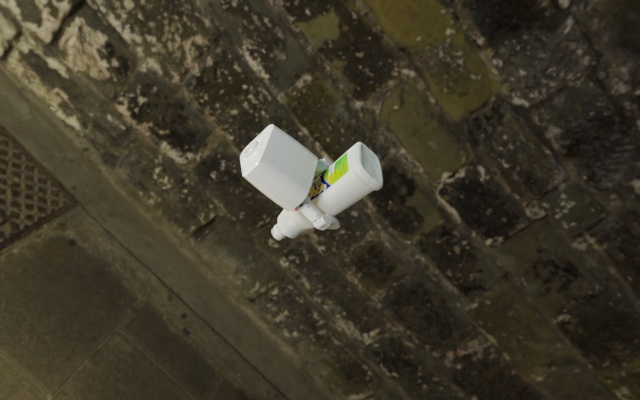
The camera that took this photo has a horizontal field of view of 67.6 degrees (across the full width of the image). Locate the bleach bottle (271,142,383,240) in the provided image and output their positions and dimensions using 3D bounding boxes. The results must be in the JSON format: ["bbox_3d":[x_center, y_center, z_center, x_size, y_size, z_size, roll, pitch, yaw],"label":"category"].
[{"bbox_3d":[0.000,0.003,0.883,0.068,0.102,0.251,38,-60,-24],"label":"bleach bottle"}]
